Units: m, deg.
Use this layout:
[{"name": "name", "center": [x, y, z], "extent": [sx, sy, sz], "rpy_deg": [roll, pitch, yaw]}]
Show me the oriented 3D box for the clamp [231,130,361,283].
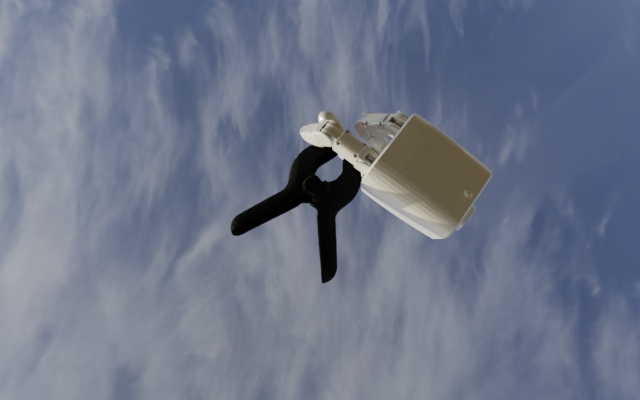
[{"name": "clamp", "center": [0.000, 0.002, 0.515], "extent": [0.120, 0.171, 0.039], "rpy_deg": [37, -18, 7]}]
